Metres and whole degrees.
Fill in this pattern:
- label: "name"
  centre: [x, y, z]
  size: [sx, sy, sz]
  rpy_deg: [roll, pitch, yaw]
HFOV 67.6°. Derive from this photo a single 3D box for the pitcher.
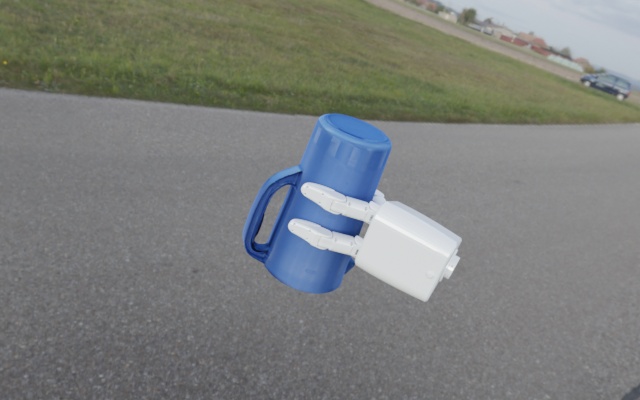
- label: "pitcher"
  centre: [0.000, 0.002, 0.689]
  size: [0.145, 0.243, 0.149]
  rpy_deg: [30, 26, 20]
